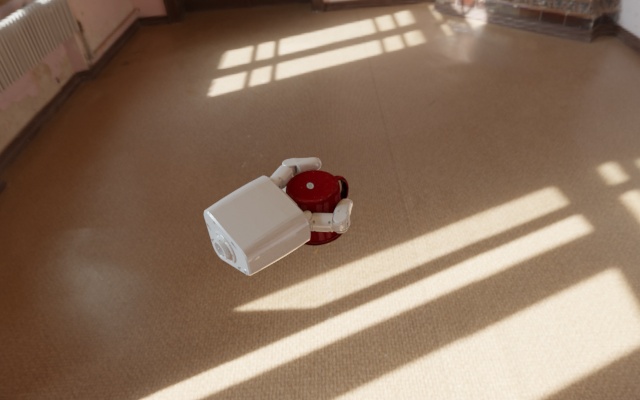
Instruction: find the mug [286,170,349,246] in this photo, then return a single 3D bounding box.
[{"bbox_3d":[0.001,0.002,0.735,0.117,0.082,0.093,-32,46,-28],"label":"mug"}]
